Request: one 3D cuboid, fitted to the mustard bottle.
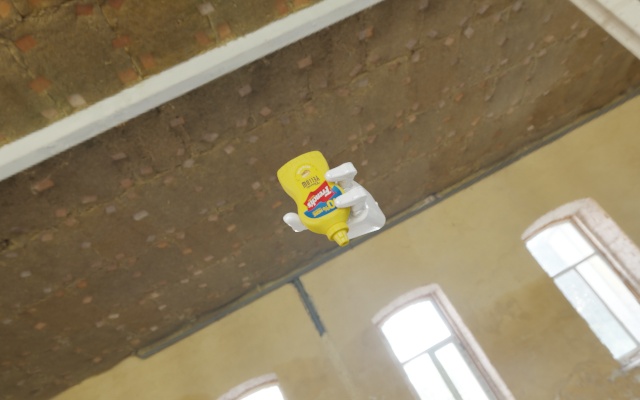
[{"bbox_3d":[0.000,0.003,0.882,0.096,0.191,0.058,-27,-27,-7],"label":"mustard bottle"}]
